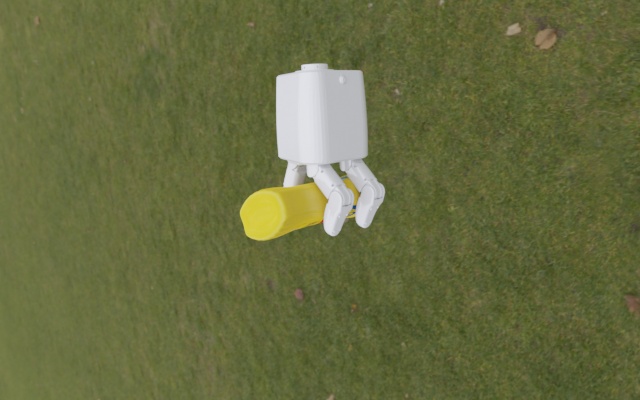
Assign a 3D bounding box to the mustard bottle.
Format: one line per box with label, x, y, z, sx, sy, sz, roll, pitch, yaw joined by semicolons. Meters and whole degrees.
mustard bottle;0.000;0.002;0.612;0.191;0.058;0.096;-13;-9;-40
